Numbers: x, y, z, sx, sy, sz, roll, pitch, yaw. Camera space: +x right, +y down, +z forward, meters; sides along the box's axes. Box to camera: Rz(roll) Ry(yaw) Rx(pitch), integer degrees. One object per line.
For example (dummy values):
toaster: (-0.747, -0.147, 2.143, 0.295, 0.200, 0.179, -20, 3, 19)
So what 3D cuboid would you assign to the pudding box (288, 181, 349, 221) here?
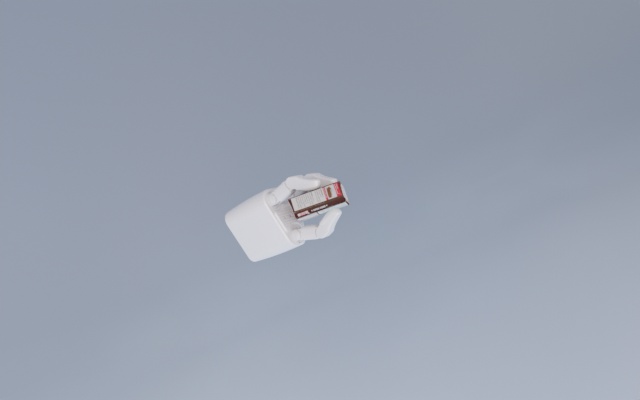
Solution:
pudding box: (0.000, 0.003, 0.804, 0.090, 0.039, 0.113, -20, -3, 4)
